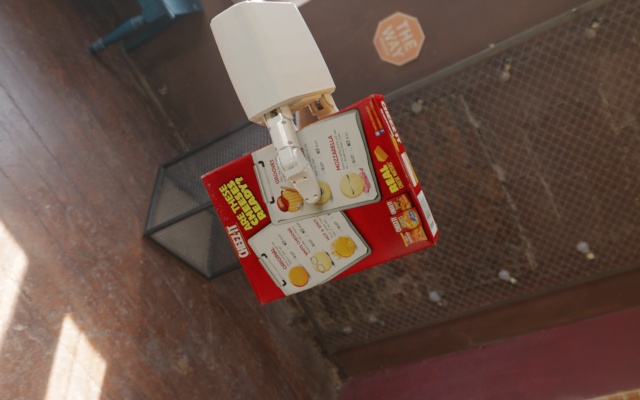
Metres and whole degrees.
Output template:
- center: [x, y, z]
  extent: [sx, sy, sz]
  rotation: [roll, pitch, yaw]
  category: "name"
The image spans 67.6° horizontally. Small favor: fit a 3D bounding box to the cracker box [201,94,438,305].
- center: [0.000, 0.002, 0.531]
  extent: [0.214, 0.164, 0.072]
  rotation: [-23, 4, 20]
  category: "cracker box"
